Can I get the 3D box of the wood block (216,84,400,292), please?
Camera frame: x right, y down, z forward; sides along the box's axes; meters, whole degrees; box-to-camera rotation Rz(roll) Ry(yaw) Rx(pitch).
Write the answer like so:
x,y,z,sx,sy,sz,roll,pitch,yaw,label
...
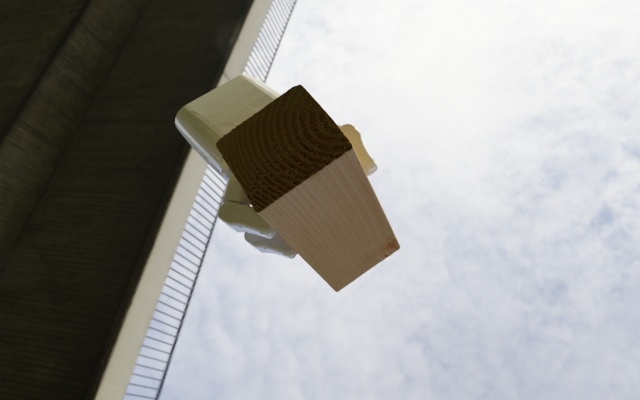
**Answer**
x,y,z,sx,sy,sz,roll,pitch,yaw,label
0.000,0.001,0.463,0.091,0.090,0.206,-36,-33,0,wood block
